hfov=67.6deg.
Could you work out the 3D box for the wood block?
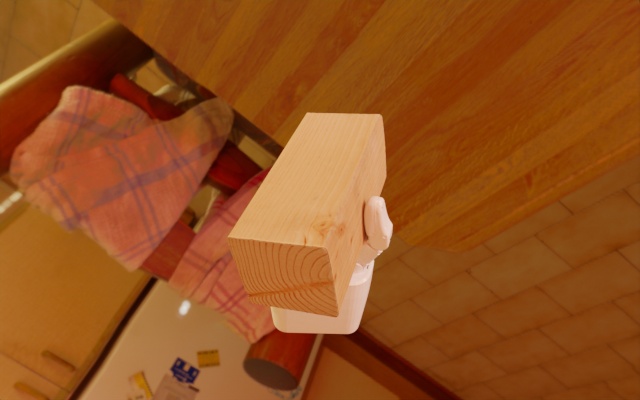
[{"bbox_3d":[0.000,0.002,0.481,0.091,0.090,0.206,5,41,18],"label":"wood block"}]
